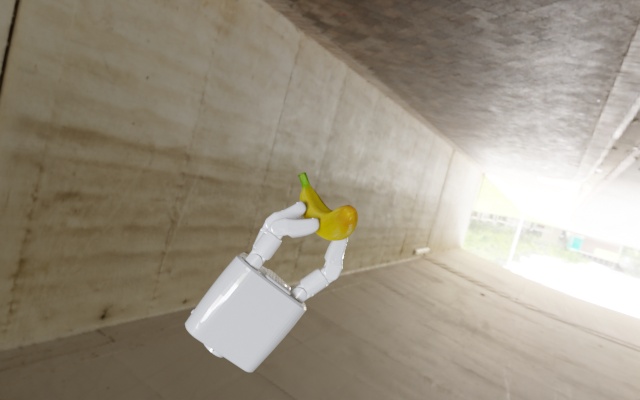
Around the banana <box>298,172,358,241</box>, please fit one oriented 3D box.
[{"bbox_3d":[0.005,0.017,0.615,0.037,0.070,0.197,-25,22,-13],"label":"banana"}]
